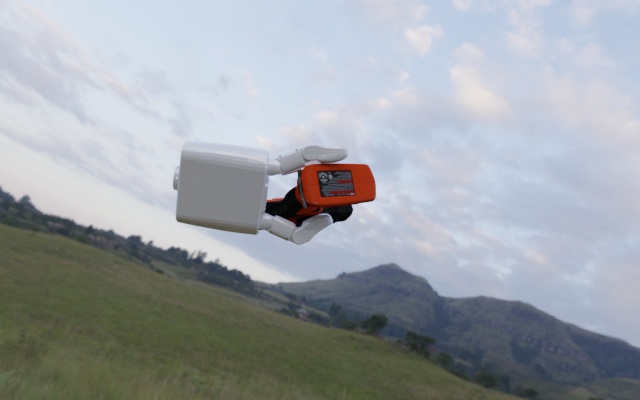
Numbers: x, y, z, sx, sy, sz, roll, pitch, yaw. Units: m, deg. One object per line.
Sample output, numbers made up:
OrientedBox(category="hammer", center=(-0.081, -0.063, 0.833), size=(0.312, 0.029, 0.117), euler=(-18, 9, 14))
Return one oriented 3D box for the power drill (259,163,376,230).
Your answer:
OrientedBox(category="power drill", center=(0.000, 0.002, 0.691), size=(0.184, 0.057, 0.188), euler=(-6, -14, -29))
